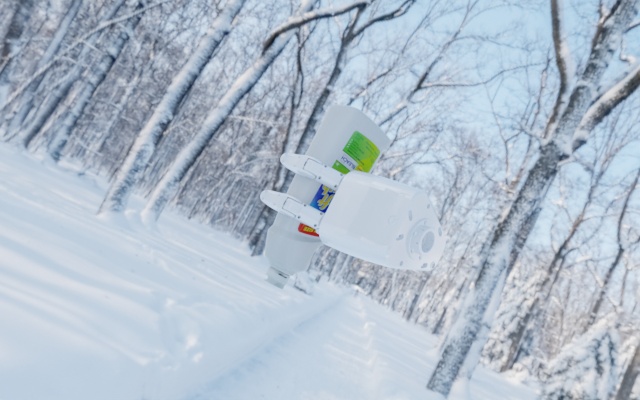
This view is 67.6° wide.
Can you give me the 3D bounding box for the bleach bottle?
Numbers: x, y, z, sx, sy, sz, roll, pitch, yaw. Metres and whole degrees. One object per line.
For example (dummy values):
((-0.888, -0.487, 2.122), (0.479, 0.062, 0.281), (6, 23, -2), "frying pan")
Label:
((0.000, 0.002, 0.642), (0.068, 0.251, 0.103), (19, -12, 45), "bleach bottle")
